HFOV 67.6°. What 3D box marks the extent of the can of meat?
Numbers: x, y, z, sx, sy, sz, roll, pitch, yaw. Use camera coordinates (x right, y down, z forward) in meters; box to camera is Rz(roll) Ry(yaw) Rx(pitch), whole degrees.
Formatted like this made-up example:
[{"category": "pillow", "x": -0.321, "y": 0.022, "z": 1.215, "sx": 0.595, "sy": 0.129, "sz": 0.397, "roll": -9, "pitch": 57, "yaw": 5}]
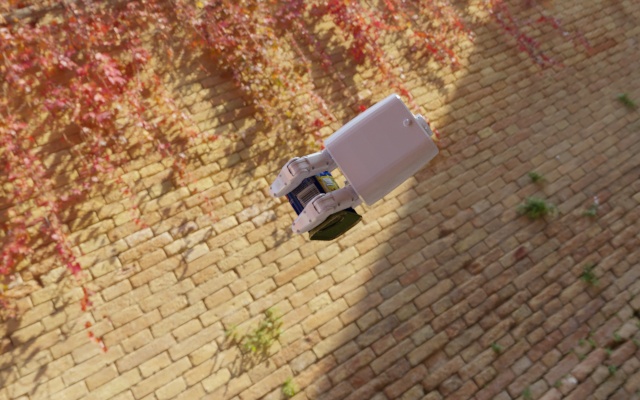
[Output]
[{"category": "can of meat", "x": 0.000, "y": 0.002, "z": 0.617, "sx": 0.057, "sy": 0.084, "sz": 0.102, "roll": -37, "pitch": -17, "yaw": 14}]
